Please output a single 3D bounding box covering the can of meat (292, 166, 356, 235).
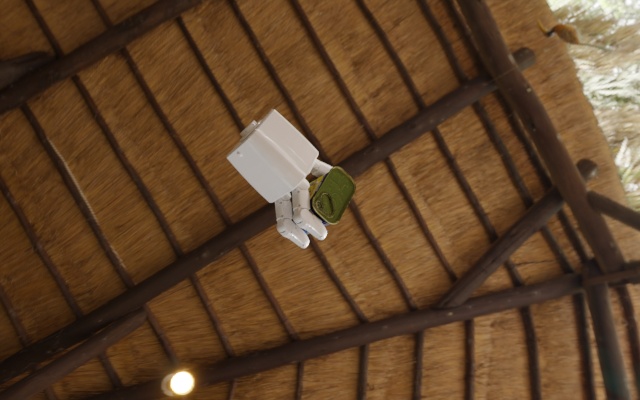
[{"bbox_3d":[0.000,0.003,0.792,0.057,0.102,0.084,43,-38,-16],"label":"can of meat"}]
